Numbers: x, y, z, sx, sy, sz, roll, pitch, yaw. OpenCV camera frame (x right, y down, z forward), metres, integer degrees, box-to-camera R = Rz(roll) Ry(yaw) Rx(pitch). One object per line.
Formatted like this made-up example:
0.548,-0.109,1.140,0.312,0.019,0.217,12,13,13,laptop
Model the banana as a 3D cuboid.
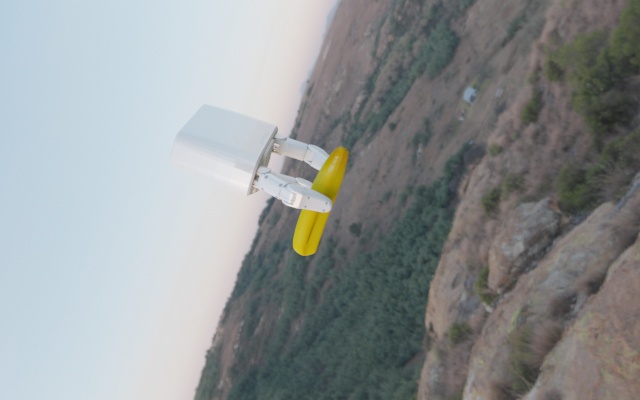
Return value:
-0.006,0.017,0.634,0.037,0.069,0.198,21,-44,2,banana
